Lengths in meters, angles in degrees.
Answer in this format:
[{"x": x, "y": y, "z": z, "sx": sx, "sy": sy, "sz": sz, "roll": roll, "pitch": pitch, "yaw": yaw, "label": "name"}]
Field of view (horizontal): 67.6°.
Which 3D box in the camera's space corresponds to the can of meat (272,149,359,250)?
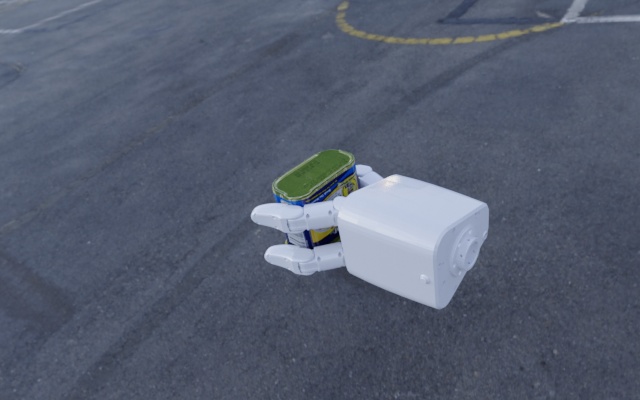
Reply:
[{"x": 0.000, "y": 0.001, "z": 0.531, "sx": 0.057, "sy": 0.084, "sz": 0.102, "roll": 24, "pitch": 48, "yaw": 40, "label": "can of meat"}]
